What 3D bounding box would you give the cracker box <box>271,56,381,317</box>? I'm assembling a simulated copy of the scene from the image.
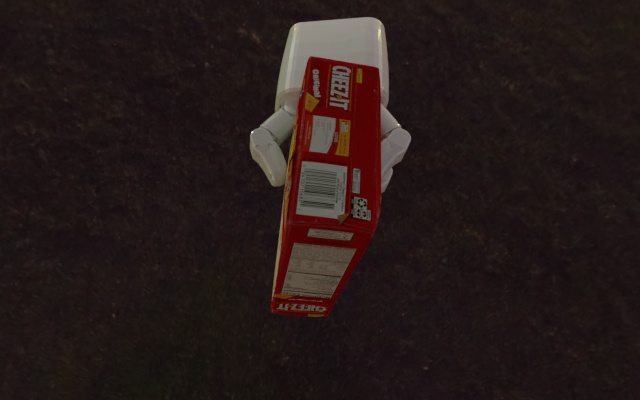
[{"bbox_3d":[0.000,0.001,0.457,0.072,0.164,0.214,8,-30,-5],"label":"cracker box"}]
